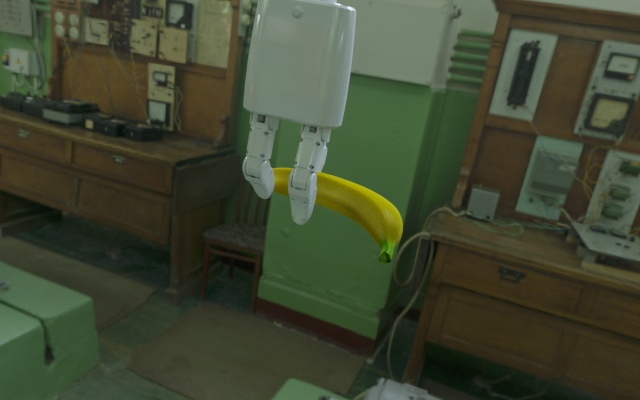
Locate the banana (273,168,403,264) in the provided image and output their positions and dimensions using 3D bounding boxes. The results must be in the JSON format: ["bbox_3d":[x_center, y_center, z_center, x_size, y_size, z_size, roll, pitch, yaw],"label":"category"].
[{"bbox_3d":[0.016,0.000,0.500,0.069,0.037,0.197,-14,32,-44],"label":"banana"}]
